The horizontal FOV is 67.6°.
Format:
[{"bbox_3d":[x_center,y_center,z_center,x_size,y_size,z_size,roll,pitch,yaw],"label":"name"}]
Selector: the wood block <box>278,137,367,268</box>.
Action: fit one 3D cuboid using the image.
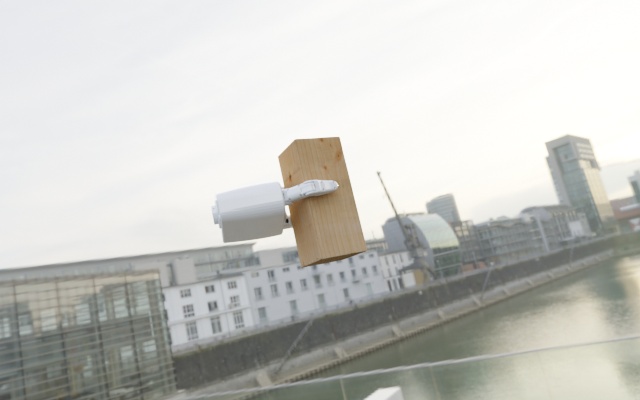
[{"bbox_3d":[0.000,0.003,0.832,0.090,0.206,0.091,-7,-12,-28],"label":"wood block"}]
